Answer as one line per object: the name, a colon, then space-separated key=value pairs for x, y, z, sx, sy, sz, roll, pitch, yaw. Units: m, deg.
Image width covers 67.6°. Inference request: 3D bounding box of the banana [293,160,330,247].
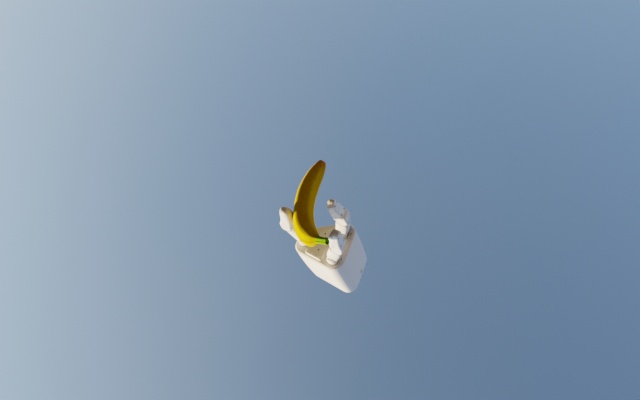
banana: x=-0.017 y=0.011 z=0.848 sx=0.069 sy=0.197 sz=0.037 roll=-17 pitch=-43 yaw=16
